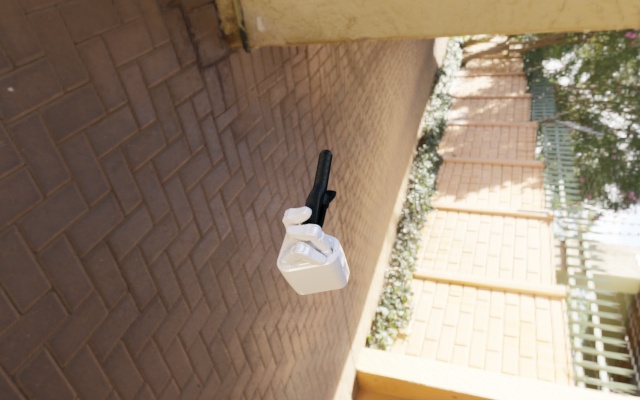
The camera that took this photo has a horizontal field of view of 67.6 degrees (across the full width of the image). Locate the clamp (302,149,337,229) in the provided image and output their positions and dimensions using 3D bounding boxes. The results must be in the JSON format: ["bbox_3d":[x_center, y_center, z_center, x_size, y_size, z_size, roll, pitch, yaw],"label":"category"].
[{"bbox_3d":[0.001,0.003,0.895,0.039,0.171,0.120,5,-35,20],"label":"clamp"}]
